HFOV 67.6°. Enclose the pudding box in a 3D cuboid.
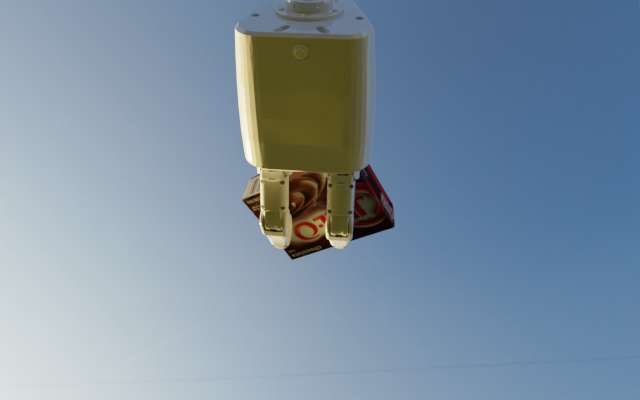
[{"bbox_3d":[0.000,0.001,0.440,0.113,0.090,0.039,-19,37,23],"label":"pudding box"}]
